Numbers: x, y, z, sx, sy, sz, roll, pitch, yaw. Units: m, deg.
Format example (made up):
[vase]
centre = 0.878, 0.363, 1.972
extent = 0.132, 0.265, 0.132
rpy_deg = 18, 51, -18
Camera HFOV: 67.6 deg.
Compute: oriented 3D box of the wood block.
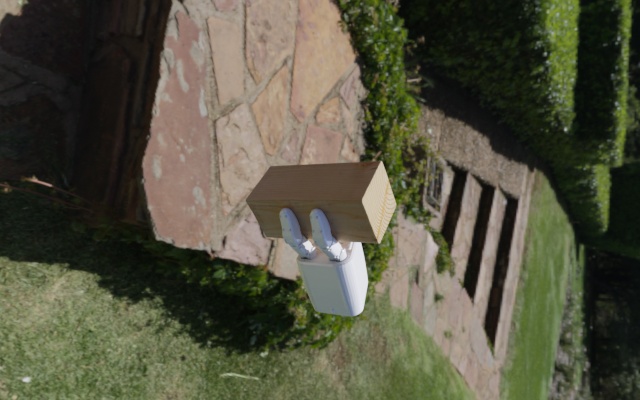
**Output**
[wood block]
centre = 0.000, 0.003, 0.751
extent = 0.206, 0.090, 0.090
rpy_deg = 0, 41, 31
